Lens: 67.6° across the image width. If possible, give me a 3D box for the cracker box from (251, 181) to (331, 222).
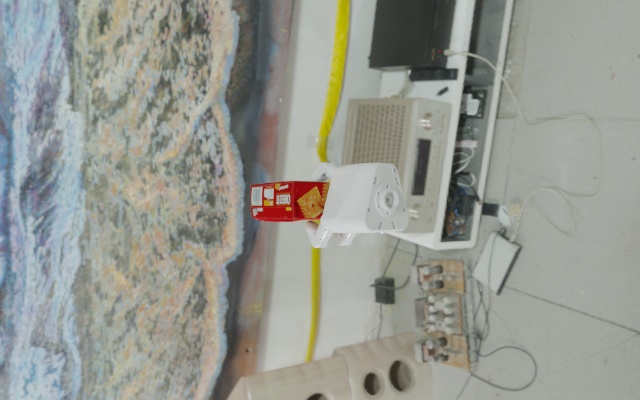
[{"bbox_3d":[0.000,0.003,0.888,0.214,0.072,0.164,1,-2,-34],"label":"cracker box"}]
